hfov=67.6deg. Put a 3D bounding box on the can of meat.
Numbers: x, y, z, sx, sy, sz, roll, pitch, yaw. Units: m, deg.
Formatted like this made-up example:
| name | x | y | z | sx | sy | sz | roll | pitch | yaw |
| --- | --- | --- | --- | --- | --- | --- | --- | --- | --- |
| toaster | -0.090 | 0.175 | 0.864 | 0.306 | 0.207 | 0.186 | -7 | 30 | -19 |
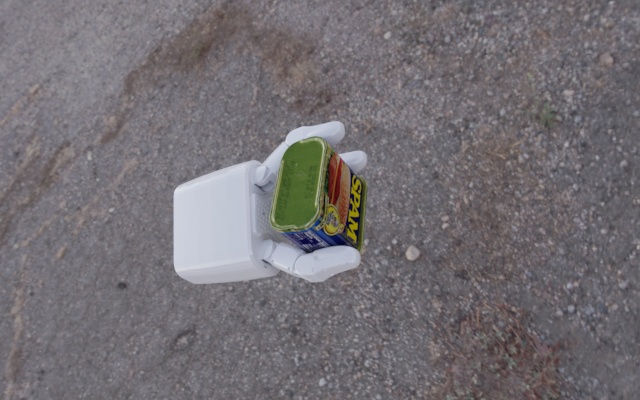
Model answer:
| name | x | y | z | sx | sy | sz | roll | pitch | yaw |
| --- | --- | --- | --- | --- | --- | --- | --- | --- | --- |
| can of meat | 0.000 | 0.001 | 0.458 | 0.057 | 0.102 | 0.084 | -10 | -32 | 29 |
